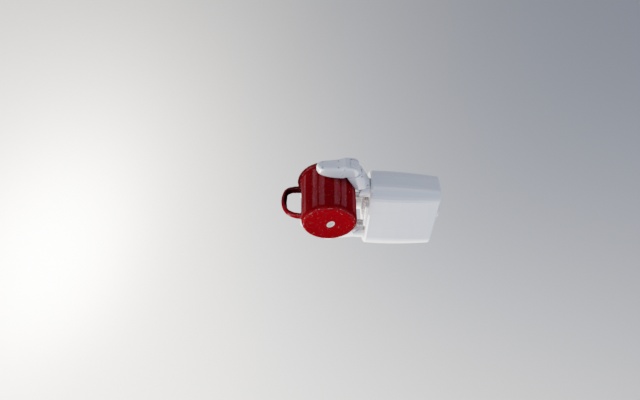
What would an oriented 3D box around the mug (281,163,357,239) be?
[{"bbox_3d":[-0.001,0.002,0.709,0.117,0.081,0.093,1,-38,-2],"label":"mug"}]
